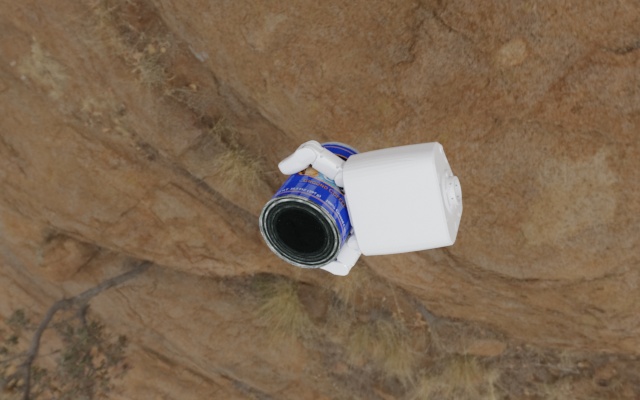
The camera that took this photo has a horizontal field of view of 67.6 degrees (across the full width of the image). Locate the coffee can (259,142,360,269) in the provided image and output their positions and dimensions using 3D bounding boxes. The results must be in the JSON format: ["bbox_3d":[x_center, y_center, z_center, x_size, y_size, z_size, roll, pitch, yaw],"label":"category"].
[{"bbox_3d":[0.000,0.002,0.601,0.103,0.103,0.140,0,31,25],"label":"coffee can"}]
